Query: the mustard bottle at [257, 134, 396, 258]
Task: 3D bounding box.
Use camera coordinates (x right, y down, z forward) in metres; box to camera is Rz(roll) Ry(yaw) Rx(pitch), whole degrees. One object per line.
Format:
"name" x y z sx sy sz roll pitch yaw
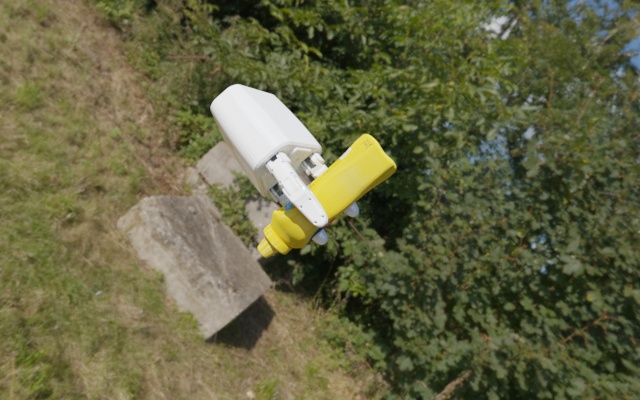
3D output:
"mustard bottle" 0.001 0.002 0.575 0.191 0.058 0.096 -40 8 5
